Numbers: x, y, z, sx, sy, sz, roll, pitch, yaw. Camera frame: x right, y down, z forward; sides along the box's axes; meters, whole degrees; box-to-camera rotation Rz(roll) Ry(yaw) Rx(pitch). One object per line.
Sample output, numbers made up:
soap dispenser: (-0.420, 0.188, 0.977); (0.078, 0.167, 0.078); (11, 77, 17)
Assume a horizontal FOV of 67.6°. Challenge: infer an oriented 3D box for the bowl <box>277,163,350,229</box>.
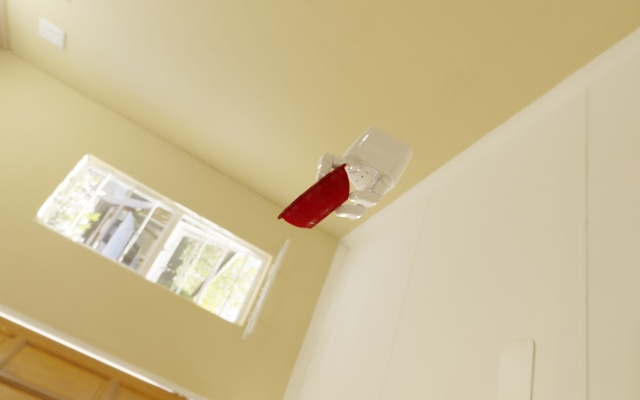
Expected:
bowl: (-0.001, 0.004, 0.872); (0.162, 0.055, 0.162); (-38, -3, -2)
